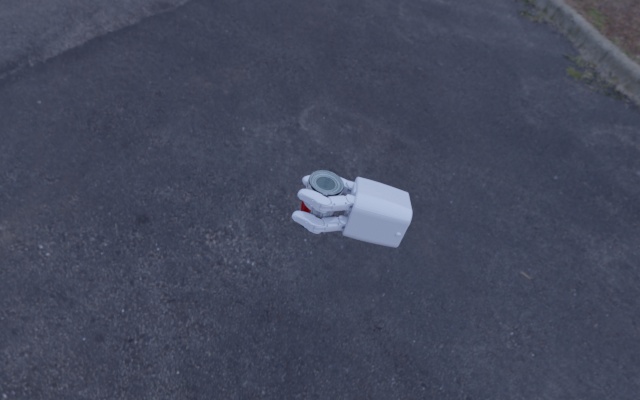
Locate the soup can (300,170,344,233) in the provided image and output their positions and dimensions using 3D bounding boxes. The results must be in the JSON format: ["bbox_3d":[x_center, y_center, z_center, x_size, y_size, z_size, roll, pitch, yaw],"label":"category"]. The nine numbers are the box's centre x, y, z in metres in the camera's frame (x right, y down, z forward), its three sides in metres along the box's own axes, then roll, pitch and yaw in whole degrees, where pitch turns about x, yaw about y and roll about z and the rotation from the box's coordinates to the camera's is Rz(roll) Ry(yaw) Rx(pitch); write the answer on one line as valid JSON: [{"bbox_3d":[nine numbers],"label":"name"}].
[{"bbox_3d":[0.000,0.002,0.889,0.068,0.102,0.068,9,43,-9],"label":"soup can"}]
